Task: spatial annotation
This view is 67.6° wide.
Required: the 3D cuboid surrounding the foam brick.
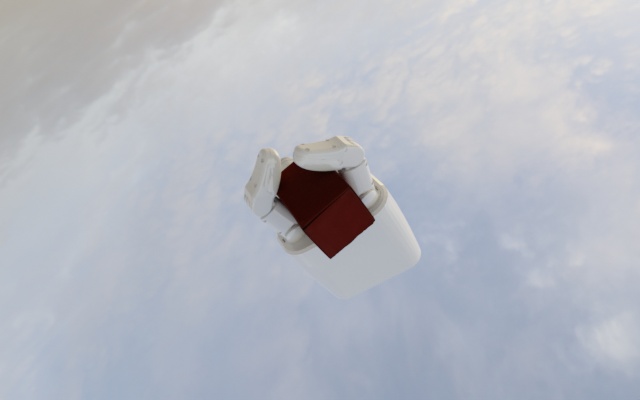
[{"bbox_3d":[0.000,0.002,0.415,0.051,0.053,0.078,51,-1,-41],"label":"foam brick"}]
